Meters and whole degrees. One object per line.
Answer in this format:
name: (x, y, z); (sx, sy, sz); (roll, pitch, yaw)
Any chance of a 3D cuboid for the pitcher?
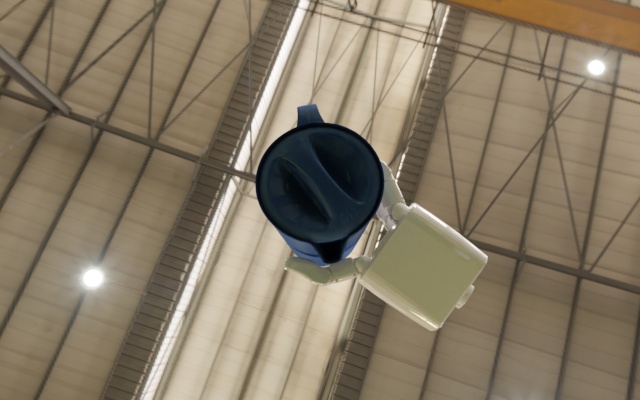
pitcher: (0.000, 0.002, 0.602); (0.145, 0.149, 0.243); (33, -13, 10)
